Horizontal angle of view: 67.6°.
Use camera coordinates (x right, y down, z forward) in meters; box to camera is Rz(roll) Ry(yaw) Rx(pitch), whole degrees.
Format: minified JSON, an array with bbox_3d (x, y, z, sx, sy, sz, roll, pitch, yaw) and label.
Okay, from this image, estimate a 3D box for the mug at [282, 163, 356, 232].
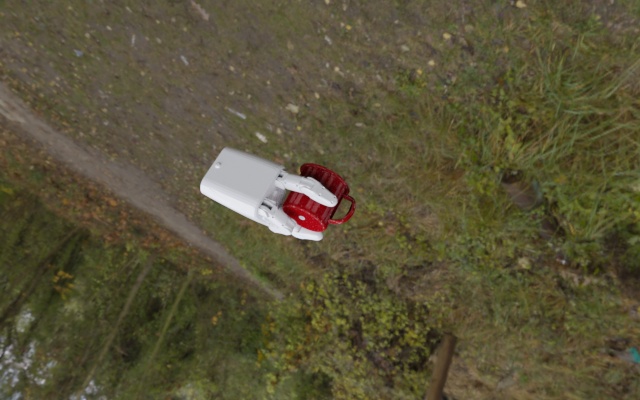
[{"bbox_3d":[0.001,0.003,0.782,0.117,0.081,0.093,22,-23,17],"label":"mug"}]
